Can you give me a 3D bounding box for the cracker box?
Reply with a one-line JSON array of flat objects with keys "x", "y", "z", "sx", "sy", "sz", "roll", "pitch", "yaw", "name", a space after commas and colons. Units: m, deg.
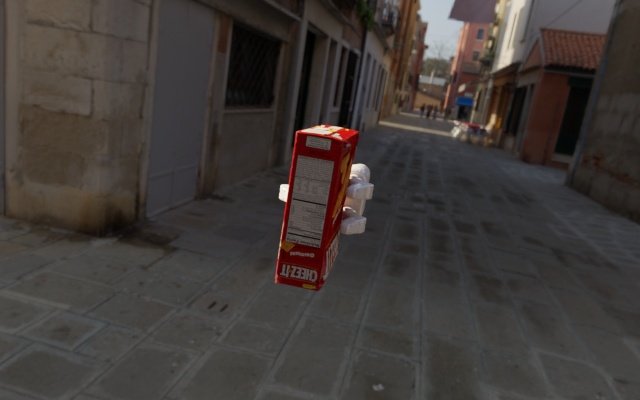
[{"x": 0.000, "y": 0.002, "z": 0.704, "sx": 0.072, "sy": 0.214, "sz": 0.164, "roll": 11, "pitch": 13, "yaw": 9, "name": "cracker box"}]
